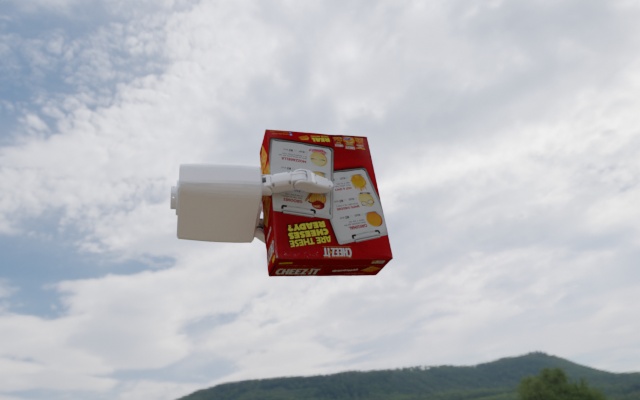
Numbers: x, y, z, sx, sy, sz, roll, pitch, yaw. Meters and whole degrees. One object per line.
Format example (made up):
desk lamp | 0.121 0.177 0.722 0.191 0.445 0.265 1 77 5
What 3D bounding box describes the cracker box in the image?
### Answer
cracker box | 0.000 0.002 0.699 0.164 0.213 0.072 2 -32 -16
